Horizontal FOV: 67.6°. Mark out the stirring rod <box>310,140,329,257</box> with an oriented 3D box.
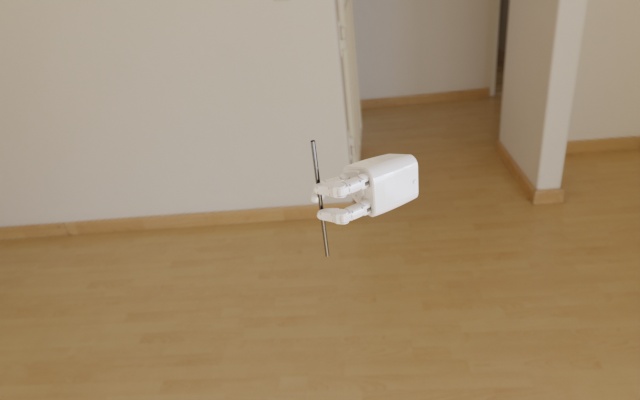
[{"bbox_3d":[0.000,0.003,0.875,0.011,0.240,0.011,-6,29,3],"label":"stirring rod"}]
